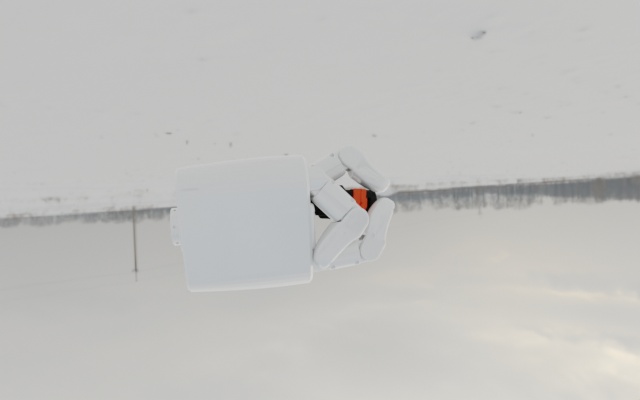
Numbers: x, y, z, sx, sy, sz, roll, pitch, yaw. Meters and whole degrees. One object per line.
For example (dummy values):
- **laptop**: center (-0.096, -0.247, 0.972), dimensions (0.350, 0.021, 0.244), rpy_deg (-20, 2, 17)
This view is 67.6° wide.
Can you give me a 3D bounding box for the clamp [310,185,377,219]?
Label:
- **clamp**: center (0.000, 0.002, 0.514), dimensions (0.120, 0.039, 0.171), rpy_deg (-7, 0, -9)
